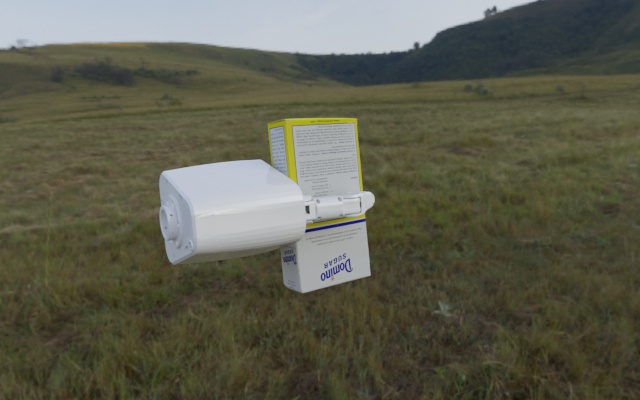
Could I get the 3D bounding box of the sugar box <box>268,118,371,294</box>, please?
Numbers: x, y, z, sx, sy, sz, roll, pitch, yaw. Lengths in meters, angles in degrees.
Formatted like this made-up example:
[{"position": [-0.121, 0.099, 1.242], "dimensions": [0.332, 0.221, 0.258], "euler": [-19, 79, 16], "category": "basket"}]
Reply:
[{"position": [0.000, 0.002, 0.512], "dimensions": [0.093, 0.176, 0.048], "euler": [-8, 8, -32], "category": "sugar box"}]
